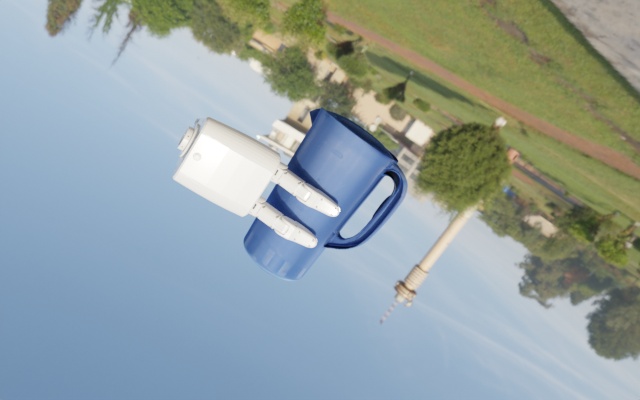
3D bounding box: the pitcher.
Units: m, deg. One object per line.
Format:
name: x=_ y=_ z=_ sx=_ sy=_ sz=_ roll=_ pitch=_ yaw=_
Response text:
pitcher: x=0.000 y=0.002 z=0.695 sx=0.145 sy=0.243 sz=0.149 roll=28 pitch=15 yaw=-25
